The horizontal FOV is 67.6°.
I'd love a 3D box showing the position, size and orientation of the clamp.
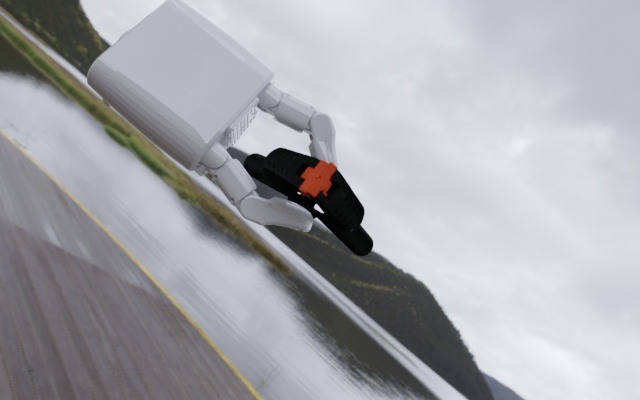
[{"bbox_3d":[0.000,0.001,0.427,0.164,0.036,0.210,36,-7,-6],"label":"clamp"}]
